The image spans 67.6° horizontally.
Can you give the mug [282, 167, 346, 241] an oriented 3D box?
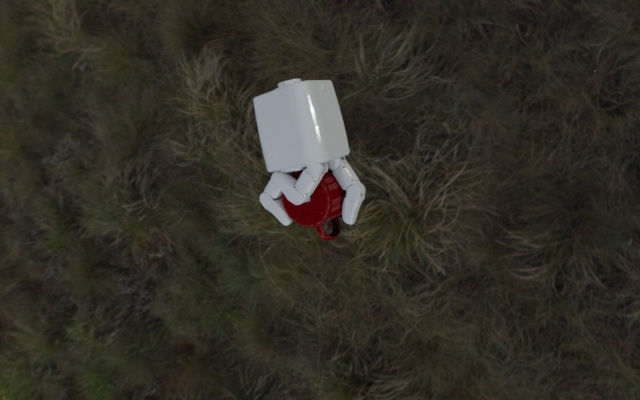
[{"bbox_3d":[0.000,0.004,0.697,0.093,0.117,0.081,-10,8,31],"label":"mug"}]
